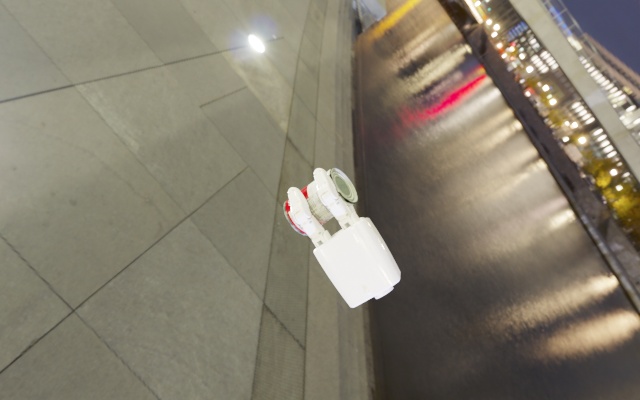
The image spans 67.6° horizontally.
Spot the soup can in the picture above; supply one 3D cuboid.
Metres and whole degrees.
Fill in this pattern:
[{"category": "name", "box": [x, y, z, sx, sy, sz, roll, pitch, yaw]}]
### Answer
[{"category": "soup can", "box": [0.000, 0.002, 0.769, 0.102, 0.068, 0.068, -35, -16, 25]}]
